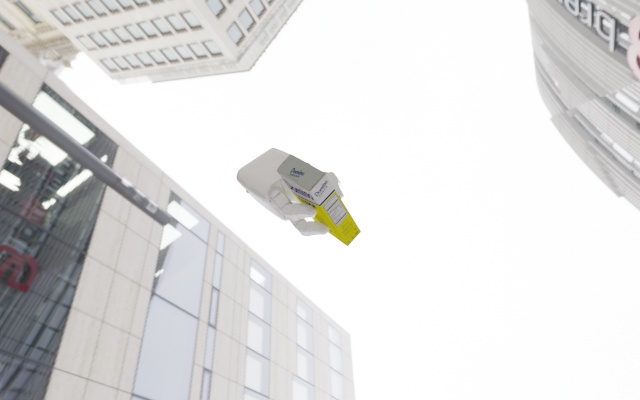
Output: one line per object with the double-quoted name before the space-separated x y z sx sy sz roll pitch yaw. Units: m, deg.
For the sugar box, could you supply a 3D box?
"sugar box" 0.000 0.003 0.823 0.093 0.048 0.176 32 -14 41
